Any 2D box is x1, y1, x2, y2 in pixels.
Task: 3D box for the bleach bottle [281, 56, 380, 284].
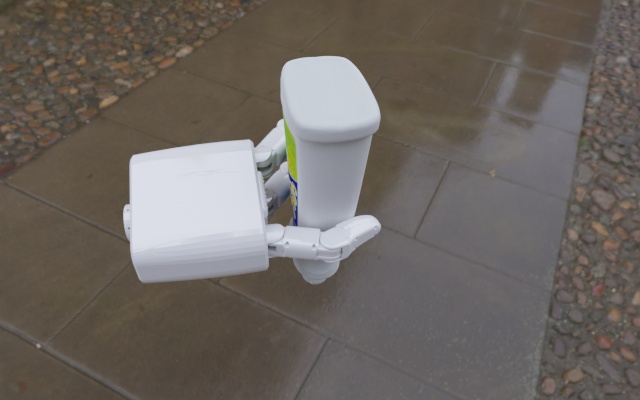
[{"bbox_3d":[0.000,0.001,0.447,0.068,0.102,0.251,-7,-44,-10],"label":"bleach bottle"}]
